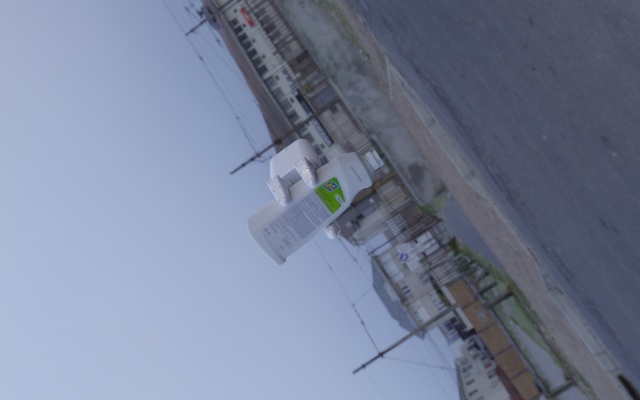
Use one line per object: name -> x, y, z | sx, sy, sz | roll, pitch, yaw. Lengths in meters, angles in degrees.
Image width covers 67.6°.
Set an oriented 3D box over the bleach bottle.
bleach bottle -> 0.000, 0.003, 0.818 | 0.251, 0.103, 0.068 | -34, 28, 8
